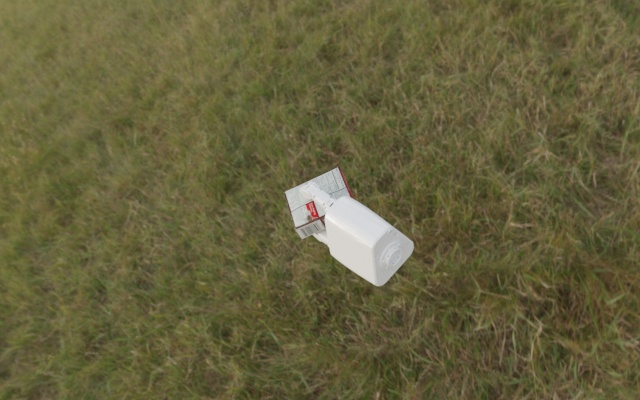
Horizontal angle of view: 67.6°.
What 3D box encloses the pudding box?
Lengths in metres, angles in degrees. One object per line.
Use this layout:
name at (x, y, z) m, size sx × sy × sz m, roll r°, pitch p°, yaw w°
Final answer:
pudding box at (0.000, 0.003, 0.831) m, size 0.113 × 0.090 × 0.039 m, roll -24°, pitch -40°, yaw 5°
